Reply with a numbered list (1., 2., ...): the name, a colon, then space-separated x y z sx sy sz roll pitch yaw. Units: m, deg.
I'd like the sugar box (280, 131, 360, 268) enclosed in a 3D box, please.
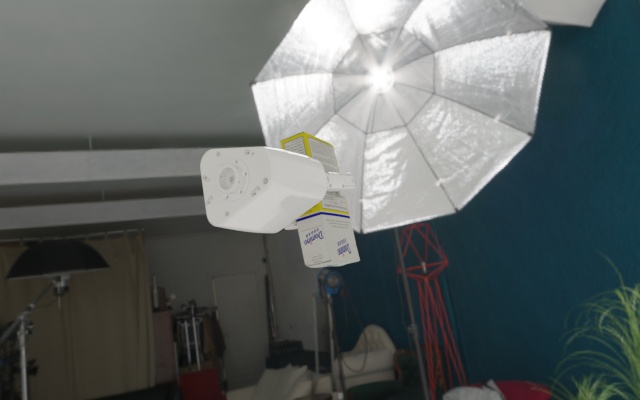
1. sugar box: 0.000 0.002 0.657 0.048 0.176 0.093 -16 -14 27
